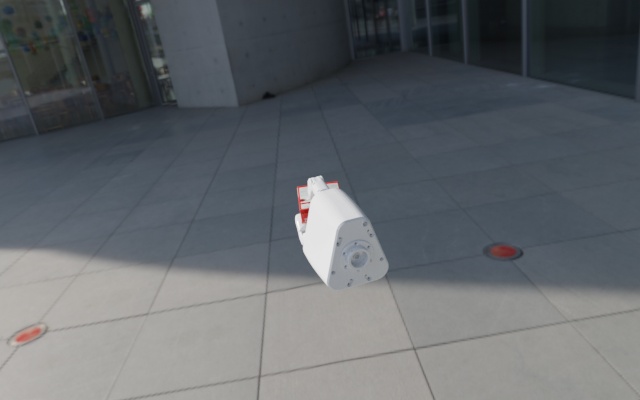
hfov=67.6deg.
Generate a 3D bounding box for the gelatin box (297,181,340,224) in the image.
[{"bbox_3d":[0.000,0.002,0.810,0.073,0.030,0.089,-8,29,-2],"label":"gelatin box"}]
